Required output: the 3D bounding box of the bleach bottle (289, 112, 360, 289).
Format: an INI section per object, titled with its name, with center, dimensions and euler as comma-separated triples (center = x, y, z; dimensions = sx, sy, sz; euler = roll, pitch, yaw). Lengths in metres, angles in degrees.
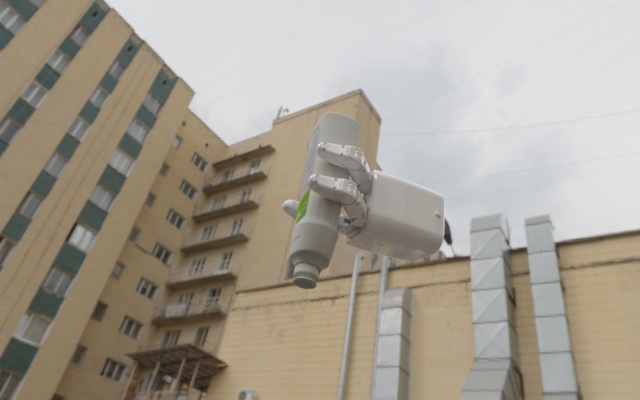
[bleach bottle]
center = 0.000, 0.002, 0.637
dimensions = 0.068, 0.250, 0.103
euler = 17, -36, -7
